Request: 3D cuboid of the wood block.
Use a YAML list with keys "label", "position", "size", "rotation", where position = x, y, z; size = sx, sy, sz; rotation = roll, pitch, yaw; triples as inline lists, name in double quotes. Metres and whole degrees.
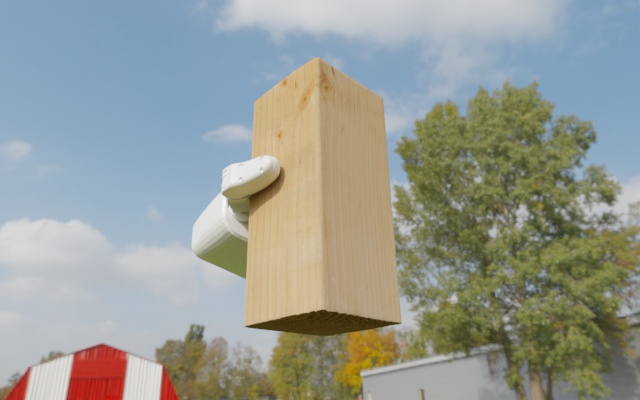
- label: "wood block"
  position: [0.000, 0.001, 0.404]
  size: [0.091, 0.206, 0.090]
  rotation: [19, -31, -40]
